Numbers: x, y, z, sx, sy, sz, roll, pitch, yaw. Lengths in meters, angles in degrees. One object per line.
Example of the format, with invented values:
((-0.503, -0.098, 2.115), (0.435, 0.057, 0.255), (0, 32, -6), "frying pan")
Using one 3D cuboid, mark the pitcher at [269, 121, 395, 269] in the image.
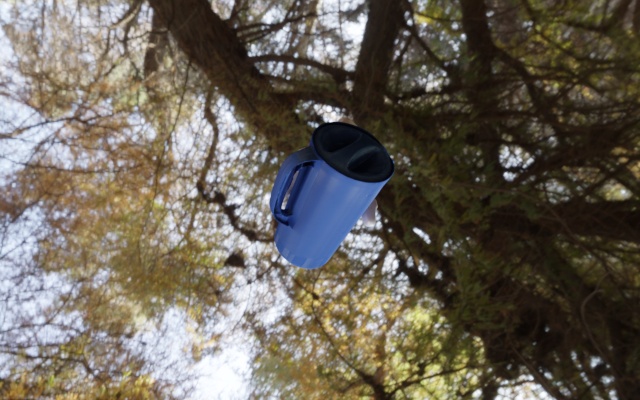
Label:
((0.000, 0.002, 0.775), (0.149, 0.243, 0.145), (28, 40, 0), "pitcher")
